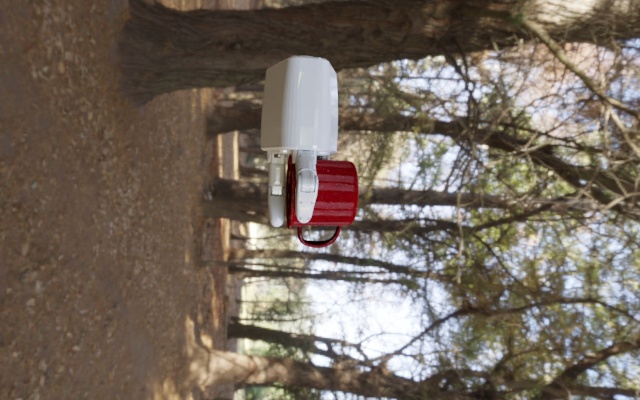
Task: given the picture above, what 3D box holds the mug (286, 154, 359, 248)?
[{"bbox_3d":[0.000,0.003,0.598,0.081,0.117,0.093,1,5,-8],"label":"mug"}]
